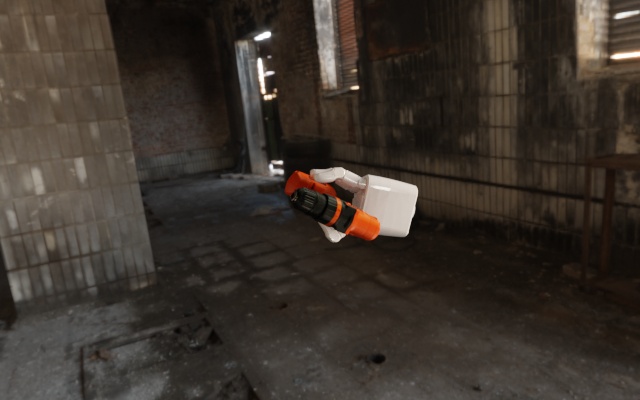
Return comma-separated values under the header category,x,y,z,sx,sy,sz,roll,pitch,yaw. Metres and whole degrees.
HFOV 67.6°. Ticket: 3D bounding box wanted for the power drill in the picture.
category,x,y,z,sx,sy,sz,roll,pitch,yaw
power drill,0.000,0.003,0.886,0.184,0.057,0.187,26,8,-30
